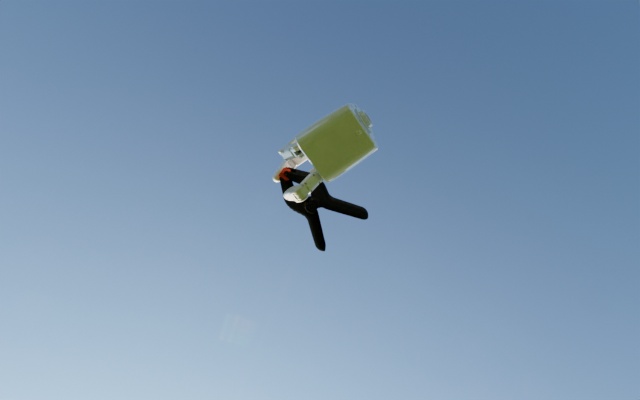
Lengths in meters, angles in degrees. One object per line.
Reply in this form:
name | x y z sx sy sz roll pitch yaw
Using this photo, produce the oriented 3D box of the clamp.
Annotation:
clamp | 0.000 0.002 0.849 0.120 0.171 0.039 -32 19 16
